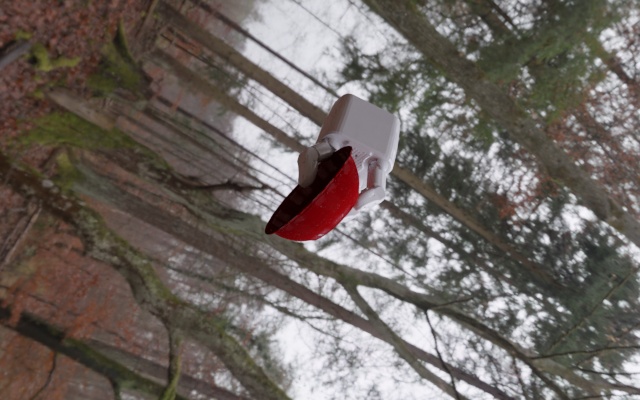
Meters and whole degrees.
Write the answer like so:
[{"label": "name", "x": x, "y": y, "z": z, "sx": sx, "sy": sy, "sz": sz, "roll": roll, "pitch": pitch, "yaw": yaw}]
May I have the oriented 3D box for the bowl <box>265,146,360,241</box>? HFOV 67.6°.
[{"label": "bowl", "x": 0.000, "y": 0.003, "z": 0.639, "sx": 0.055, "sy": 0.162, "sz": 0.162, "roll": 45, "pitch": -12, "yaw": -12}]
